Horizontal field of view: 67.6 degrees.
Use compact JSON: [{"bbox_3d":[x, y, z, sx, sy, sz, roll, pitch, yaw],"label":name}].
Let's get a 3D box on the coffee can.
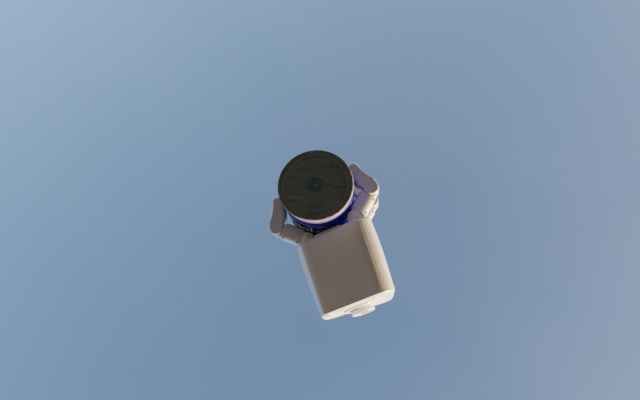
[{"bbox_3d":[0.000,0.002,0.702,0.103,0.102,0.140,0,-20,6],"label":"coffee can"}]
